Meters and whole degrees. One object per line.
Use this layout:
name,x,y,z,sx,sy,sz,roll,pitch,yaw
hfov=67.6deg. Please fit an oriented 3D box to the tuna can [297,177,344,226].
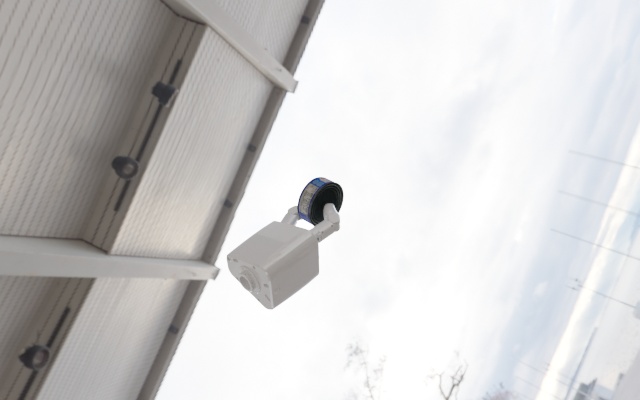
tuna can,0.000,0.002,0.833,0.033,0.086,0.086,27,17,36
